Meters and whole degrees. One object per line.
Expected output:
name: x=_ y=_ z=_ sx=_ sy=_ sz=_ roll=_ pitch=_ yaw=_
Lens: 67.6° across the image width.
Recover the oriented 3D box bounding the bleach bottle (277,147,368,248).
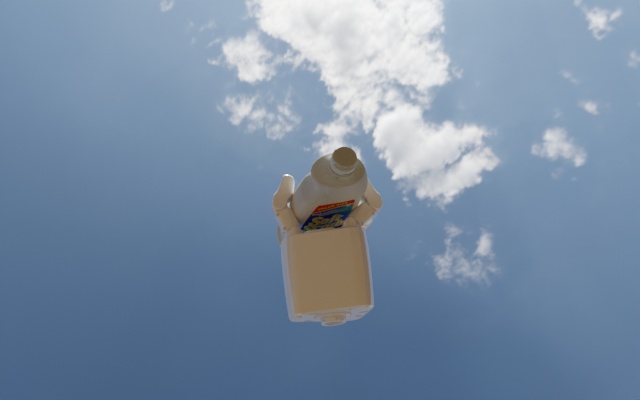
bleach bottle: x=0.000 y=0.002 z=0.664 sx=0.102 sy=0.068 sz=0.251 roll=-2 pitch=-25 yaw=-11
